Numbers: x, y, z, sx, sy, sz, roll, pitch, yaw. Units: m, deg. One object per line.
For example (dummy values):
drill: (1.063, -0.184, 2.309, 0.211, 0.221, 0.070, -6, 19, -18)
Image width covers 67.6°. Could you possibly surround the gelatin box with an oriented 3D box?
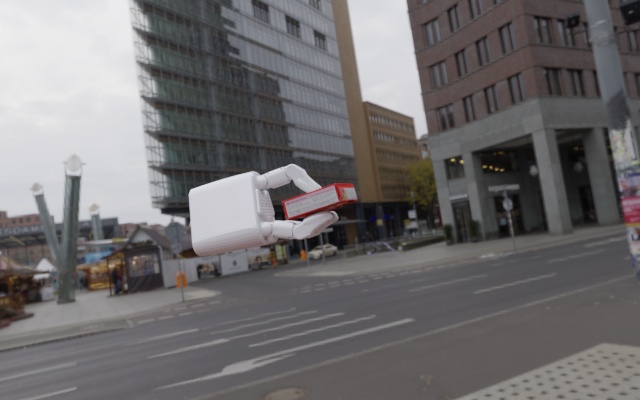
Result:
gelatin box: (0.000, 0.002, 0.690, 0.089, 0.030, 0.073, -19, -7, 22)
